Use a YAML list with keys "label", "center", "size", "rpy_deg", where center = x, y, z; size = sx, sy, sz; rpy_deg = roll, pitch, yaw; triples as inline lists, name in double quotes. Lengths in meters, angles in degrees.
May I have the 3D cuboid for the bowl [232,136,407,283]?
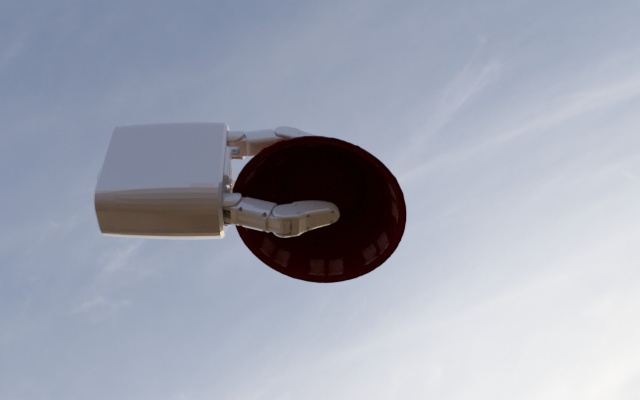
- label: "bowl"
  center: [0.001, 0.002, 0.458]
  size: [0.162, 0.162, 0.055]
  rpy_deg: [0, 32, 7]
